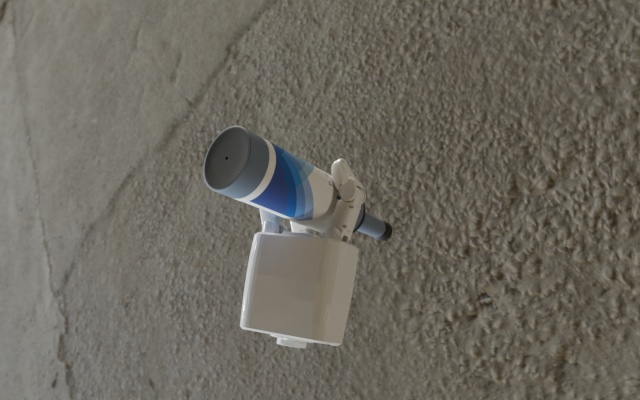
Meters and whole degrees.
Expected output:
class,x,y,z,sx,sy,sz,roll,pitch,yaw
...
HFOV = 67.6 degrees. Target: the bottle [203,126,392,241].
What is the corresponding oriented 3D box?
class,x,y,z,sx,sy,sz,roll,pitch,yaw
bottle,0.000,0.002,0.560,0.069,0.069,0.296,0,-17,39
